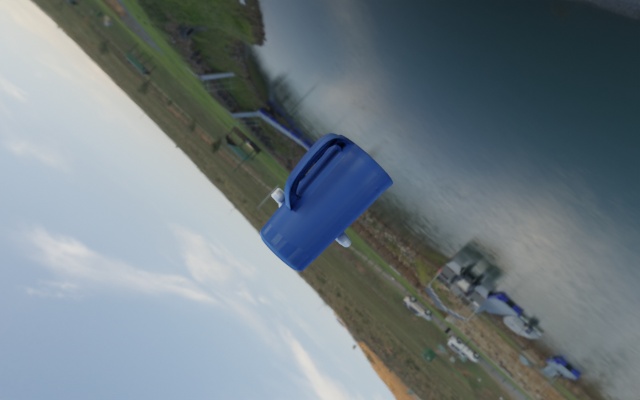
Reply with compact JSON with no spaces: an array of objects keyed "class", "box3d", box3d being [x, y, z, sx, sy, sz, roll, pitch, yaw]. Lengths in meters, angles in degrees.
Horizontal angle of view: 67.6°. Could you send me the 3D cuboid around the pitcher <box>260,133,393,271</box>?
[{"class":"pitcher","box3d":[0.000,0.003,0.865,0.149,0.243,0.145,43,-1,0]}]
